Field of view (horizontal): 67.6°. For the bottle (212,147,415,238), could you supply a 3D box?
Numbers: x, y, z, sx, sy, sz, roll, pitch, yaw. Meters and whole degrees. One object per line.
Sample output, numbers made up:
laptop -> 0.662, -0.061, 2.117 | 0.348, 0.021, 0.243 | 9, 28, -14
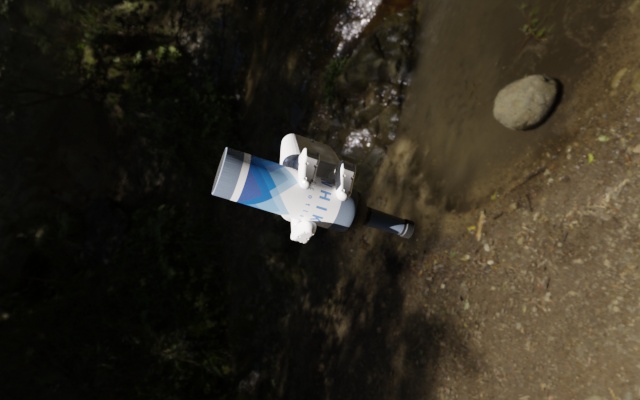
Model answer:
bottle -> 0.000, 0.002, 0.676 | 0.296, 0.069, 0.069 | 17, -5, -16
